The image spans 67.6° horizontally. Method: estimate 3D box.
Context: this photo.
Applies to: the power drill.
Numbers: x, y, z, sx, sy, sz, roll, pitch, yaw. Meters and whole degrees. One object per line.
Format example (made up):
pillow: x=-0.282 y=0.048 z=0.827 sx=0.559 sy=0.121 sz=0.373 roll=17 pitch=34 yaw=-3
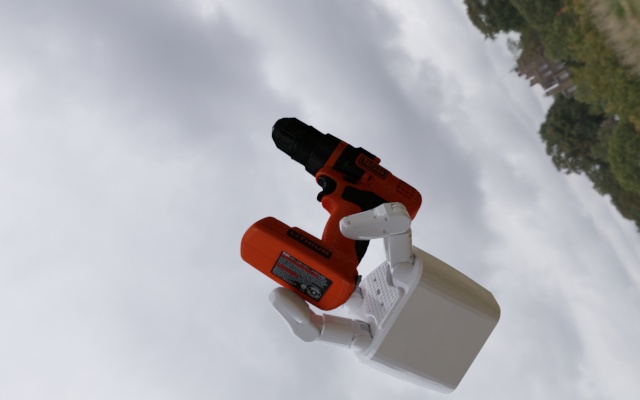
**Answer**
power drill: x=0.000 y=0.002 z=0.472 sx=0.184 sy=0.057 sz=0.187 roll=31 pitch=44 yaw=5
